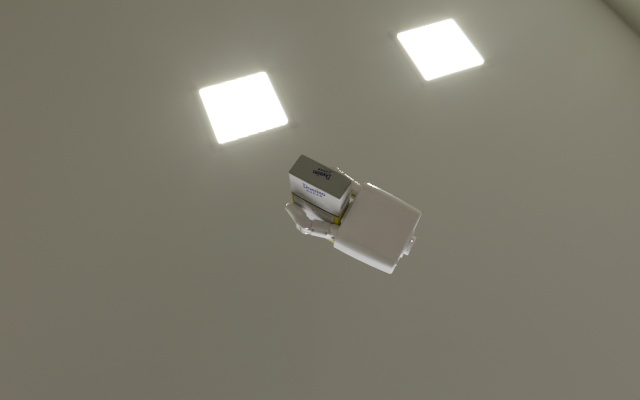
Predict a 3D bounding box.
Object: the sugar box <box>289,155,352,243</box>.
[{"bbox_3d":[0.001,0.002,0.791,0.093,0.048,0.176,28,-26,13],"label":"sugar box"}]
